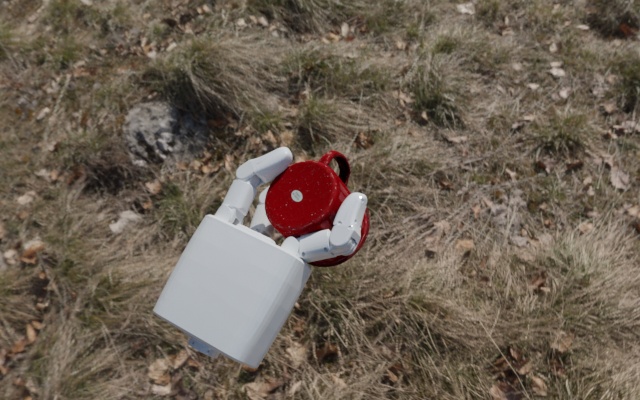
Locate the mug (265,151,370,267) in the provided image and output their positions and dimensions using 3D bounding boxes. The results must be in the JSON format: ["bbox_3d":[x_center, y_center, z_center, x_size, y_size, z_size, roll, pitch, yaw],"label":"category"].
[{"bbox_3d":[0.001,0.000,0.499,0.093,0.117,0.081,16,-19,32],"label":"mug"}]
